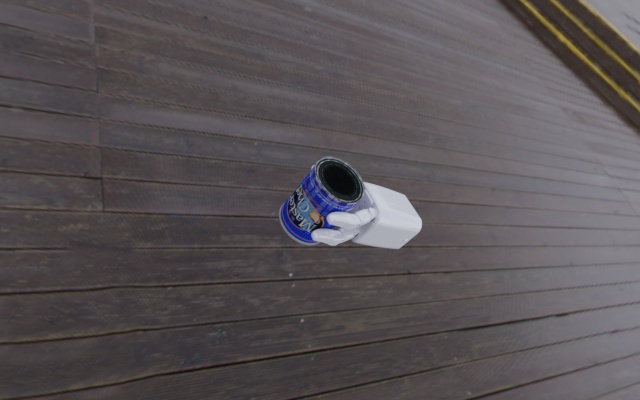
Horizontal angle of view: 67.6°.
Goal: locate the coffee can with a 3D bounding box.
[{"bbox_3d":[0.000,0.003,0.874,0.103,0.102,0.140,0,-34,-37],"label":"coffee can"}]
